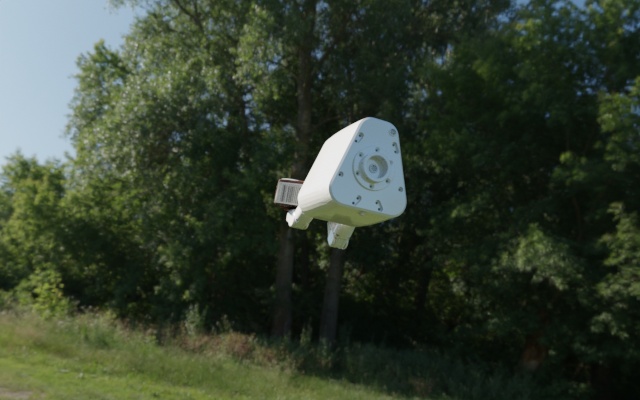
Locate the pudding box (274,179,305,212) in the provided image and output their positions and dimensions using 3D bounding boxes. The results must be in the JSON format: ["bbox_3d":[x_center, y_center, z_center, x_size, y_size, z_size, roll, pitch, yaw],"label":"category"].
[{"bbox_3d":[0.000,0.002,0.681,0.113,0.039,0.090,9,-10,11],"label":"pudding box"}]
